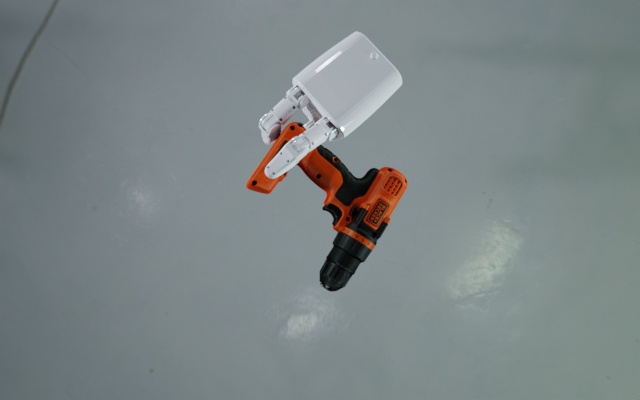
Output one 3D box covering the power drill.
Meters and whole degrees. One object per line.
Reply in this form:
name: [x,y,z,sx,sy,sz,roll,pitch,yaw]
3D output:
power drill: [0.000,0.002,0.625,0.188,0.184,0.057,34,-9,-11]
